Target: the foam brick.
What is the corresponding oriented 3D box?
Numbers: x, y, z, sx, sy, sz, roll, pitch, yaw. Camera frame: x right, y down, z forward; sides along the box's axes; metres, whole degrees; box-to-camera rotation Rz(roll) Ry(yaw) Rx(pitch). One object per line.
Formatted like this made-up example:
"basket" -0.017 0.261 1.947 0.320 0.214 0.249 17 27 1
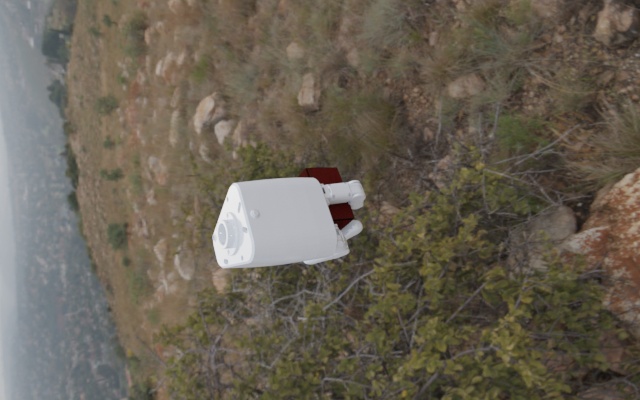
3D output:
"foam brick" 0.000 0.002 0.618 0.051 0.078 0.053 -3 -26 -33
